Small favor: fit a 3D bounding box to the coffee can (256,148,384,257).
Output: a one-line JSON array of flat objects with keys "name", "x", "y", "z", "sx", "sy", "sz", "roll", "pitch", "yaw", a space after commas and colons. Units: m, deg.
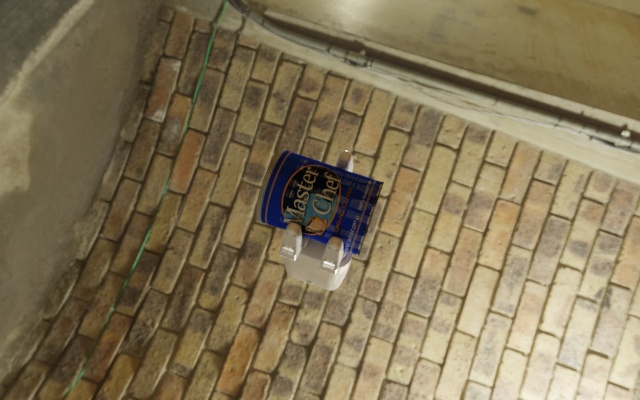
[{"name": "coffee can", "x": 0.000, "y": 0.002, "z": 0.624, "sx": 0.140, "sy": 0.103, "sz": 0.103, "roll": 19, "pitch": 2, "yaw": 6}]
